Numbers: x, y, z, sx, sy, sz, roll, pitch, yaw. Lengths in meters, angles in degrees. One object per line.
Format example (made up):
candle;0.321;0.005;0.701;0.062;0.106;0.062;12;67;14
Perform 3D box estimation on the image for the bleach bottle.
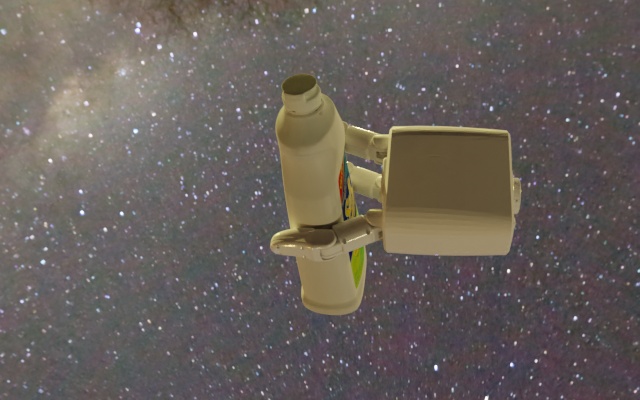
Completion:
bleach bottle;0.000;0.001;0.452;0.068;0.102;0.251;2;-42;13
